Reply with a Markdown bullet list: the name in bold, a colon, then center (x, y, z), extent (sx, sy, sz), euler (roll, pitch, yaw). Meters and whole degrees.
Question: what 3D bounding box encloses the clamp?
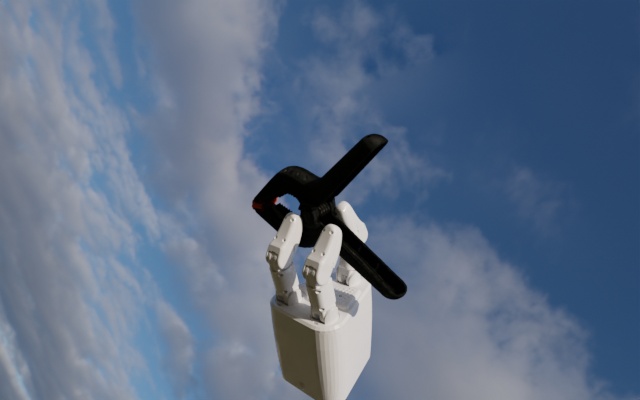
- **clamp**: center (0.000, 0.002, 0.507), extent (0.210, 0.165, 0.036), euler (16, 29, 41)
